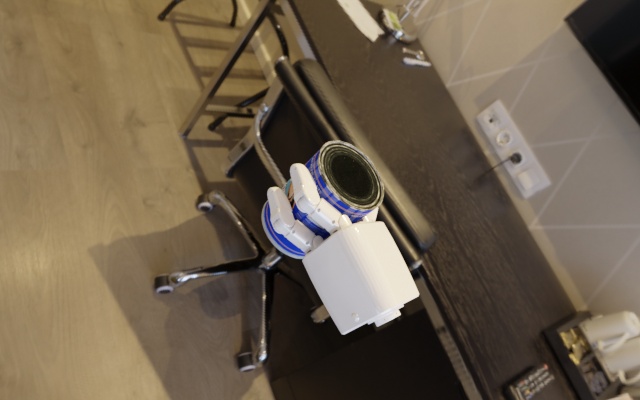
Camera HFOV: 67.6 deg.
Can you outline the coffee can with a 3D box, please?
[{"bbox_3d":[0.000,0.002,0.635,0.103,0.102,0.140,0,-30,-41],"label":"coffee can"}]
